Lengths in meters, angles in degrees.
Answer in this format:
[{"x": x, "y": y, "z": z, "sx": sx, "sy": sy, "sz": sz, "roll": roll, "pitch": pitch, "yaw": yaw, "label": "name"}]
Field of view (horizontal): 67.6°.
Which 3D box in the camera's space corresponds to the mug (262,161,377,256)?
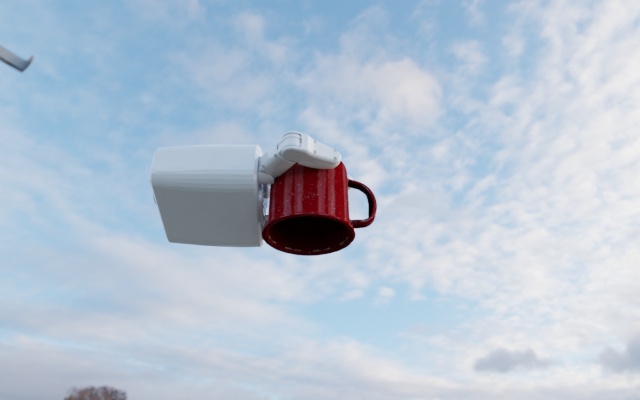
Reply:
[{"x": 0.002, "y": 0.001, "z": 0.494, "sx": 0.117, "sy": 0.081, "sz": 0.093, "roll": 1, "pitch": -31, "yaw": -1, "label": "mug"}]
